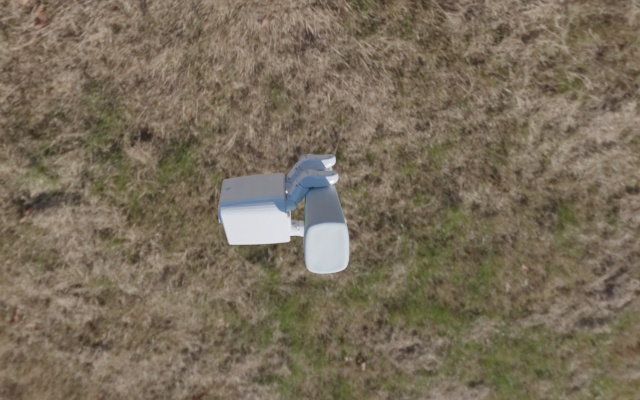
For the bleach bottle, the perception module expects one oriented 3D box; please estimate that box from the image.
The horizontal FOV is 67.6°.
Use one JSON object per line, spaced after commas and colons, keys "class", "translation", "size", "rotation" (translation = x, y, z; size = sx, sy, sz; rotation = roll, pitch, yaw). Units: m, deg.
{"class": "bleach bottle", "translation": [0.000, 0.003, 0.805], "size": [0.068, 0.103, 0.250], "rotation": [-3, 33, -3]}
